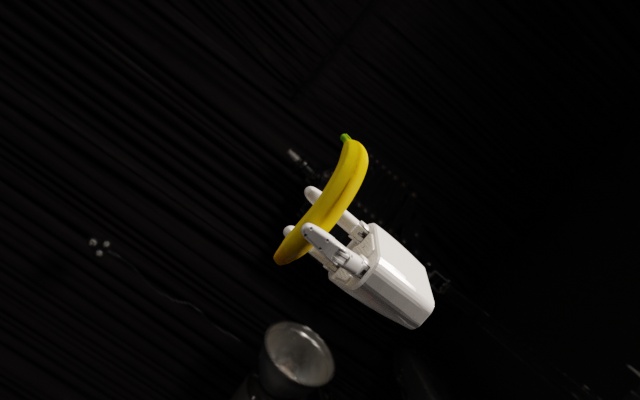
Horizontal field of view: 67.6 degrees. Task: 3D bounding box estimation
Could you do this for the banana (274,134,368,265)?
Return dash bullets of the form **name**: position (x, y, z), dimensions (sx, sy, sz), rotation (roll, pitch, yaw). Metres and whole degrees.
- **banana**: position (0.010, -0.002, 0.591), dimensions (0.037, 0.197, 0.069), rotation (38, -19, -21)
